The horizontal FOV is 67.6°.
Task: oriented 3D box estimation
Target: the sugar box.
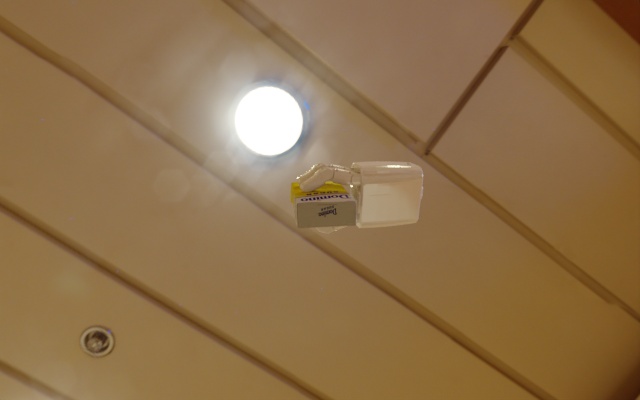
[{"bbox_3d":[0.000,0.002,0.804,0.093,0.048,0.176,-2,10,-7],"label":"sugar box"}]
